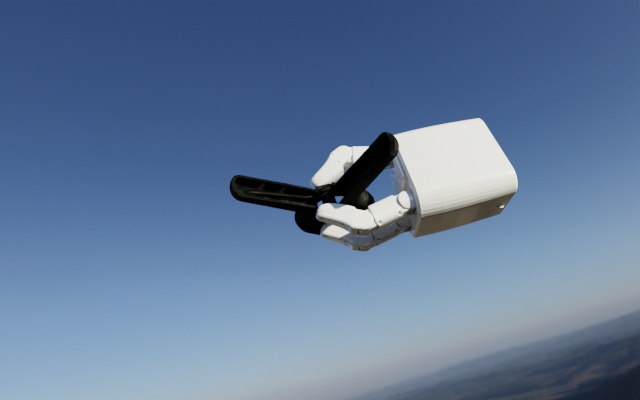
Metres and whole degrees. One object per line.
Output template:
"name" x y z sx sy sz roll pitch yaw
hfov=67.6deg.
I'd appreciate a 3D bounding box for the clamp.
"clamp" 0.000 0.001 0.528 0.164 0.036 0.210 -12 -24 0
